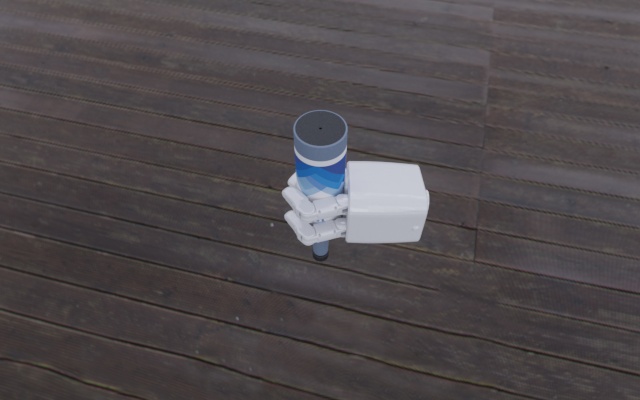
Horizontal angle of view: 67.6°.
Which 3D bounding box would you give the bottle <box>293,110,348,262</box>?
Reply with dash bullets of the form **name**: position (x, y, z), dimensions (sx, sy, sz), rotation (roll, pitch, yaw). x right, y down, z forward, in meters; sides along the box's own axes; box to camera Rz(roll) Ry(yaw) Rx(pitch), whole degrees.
- **bottle**: position (0.000, 0.002, 0.696), dimensions (0.069, 0.069, 0.296), rotation (0, -38, 0)
